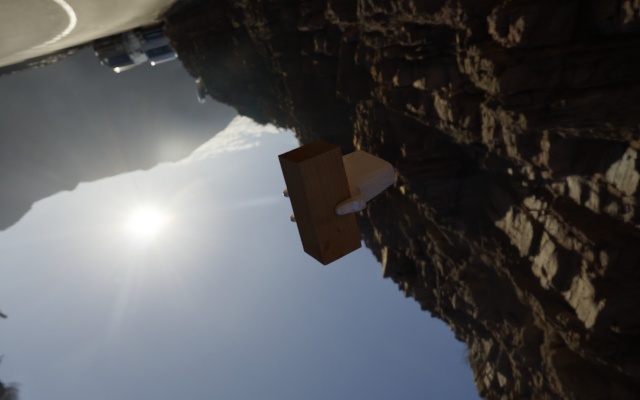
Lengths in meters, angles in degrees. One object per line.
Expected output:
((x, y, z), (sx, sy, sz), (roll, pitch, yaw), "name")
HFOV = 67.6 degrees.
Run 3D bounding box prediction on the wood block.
((0.001, 0.003, 0.900), (0.090, 0.206, 0.091), (-24, 23, -23), "wood block")
